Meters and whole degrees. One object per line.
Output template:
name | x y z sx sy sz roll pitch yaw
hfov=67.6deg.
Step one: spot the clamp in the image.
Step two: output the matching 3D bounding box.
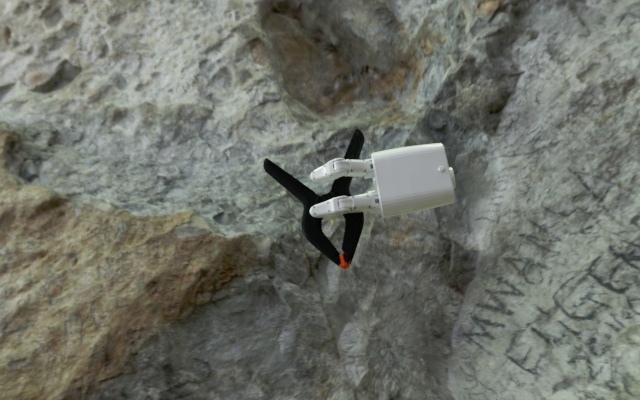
clamp | 0.001 0.003 0.726 0.164 0.210 0.036 -11 -17 9
